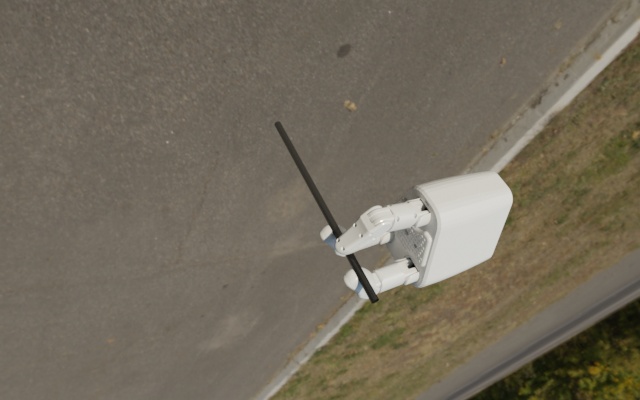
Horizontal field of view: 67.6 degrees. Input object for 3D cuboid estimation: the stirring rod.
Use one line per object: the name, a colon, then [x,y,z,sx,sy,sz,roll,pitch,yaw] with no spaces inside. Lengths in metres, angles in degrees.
stirring rod: [0.000,0.002,0.500,0.011,0.239,0.011,-21,-31,-13]
